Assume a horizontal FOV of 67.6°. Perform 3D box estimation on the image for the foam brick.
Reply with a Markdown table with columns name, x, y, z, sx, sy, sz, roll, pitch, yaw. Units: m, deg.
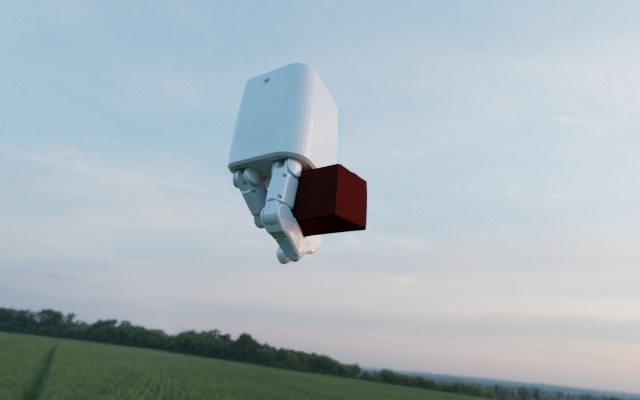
| name | x | y | z | sx | sy | sz | roll | pitch | yaw |
| --- | --- | --- | --- | --- | --- | --- | --- | --- | --- |
| foam brick | 0.000 | 0.002 | 0.466 | 0.078 | 0.051 | 0.053 | -9 | -24 | 36 |
